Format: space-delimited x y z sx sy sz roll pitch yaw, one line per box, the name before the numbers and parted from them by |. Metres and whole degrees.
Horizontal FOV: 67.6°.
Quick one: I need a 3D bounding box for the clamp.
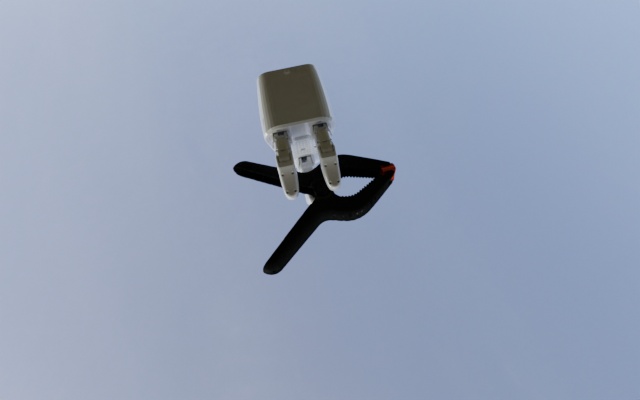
clamp | 0.001 0.002 0.618 0.210 0.164 0.036 -12 -25 -3
